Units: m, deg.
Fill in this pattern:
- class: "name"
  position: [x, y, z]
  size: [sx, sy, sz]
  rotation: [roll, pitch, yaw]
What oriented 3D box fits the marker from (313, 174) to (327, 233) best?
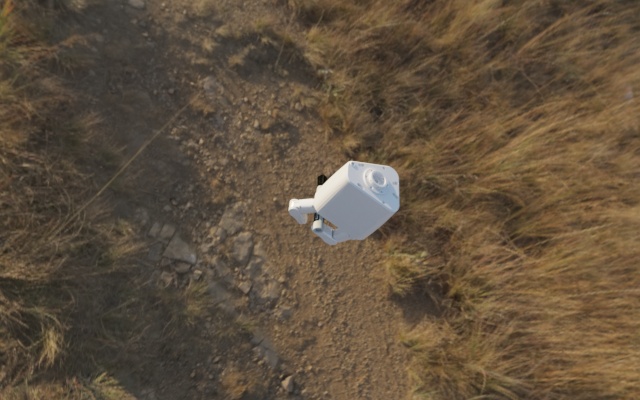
- class: "marker"
  position: [0.000, 0.003, 0.864]
  size: [0.020, 0.121, 0.020]
  rotation: [3, -34, 2]
